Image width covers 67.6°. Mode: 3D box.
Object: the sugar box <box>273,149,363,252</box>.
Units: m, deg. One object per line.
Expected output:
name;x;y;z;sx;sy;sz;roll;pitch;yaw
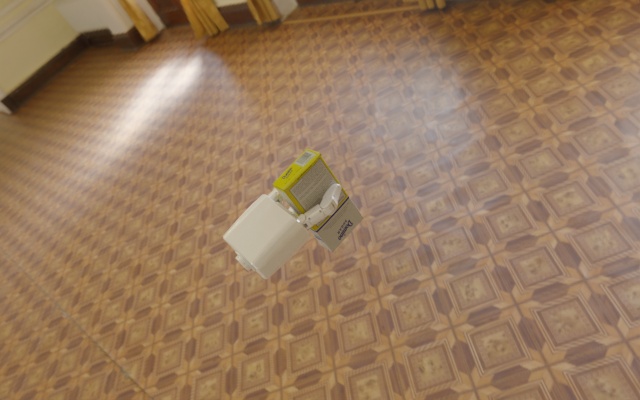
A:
sugar box;0.000;0.003;0.858;0.048;0.093;0.176;28;-21;48
